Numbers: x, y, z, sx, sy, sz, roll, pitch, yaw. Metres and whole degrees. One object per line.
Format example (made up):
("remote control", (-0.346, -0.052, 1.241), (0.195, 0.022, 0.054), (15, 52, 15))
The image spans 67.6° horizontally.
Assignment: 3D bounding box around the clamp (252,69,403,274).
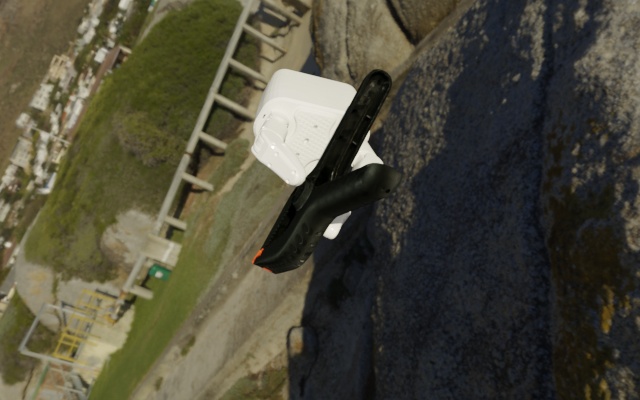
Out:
("clamp", (-0.001, 0.001, 0.403), (0.036, 0.210, 0.164), (29, 28, -15))
